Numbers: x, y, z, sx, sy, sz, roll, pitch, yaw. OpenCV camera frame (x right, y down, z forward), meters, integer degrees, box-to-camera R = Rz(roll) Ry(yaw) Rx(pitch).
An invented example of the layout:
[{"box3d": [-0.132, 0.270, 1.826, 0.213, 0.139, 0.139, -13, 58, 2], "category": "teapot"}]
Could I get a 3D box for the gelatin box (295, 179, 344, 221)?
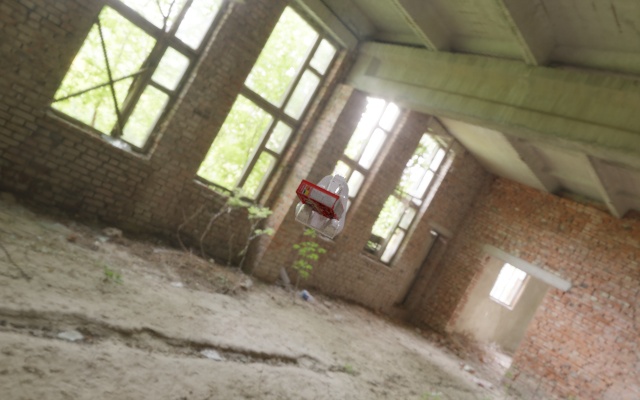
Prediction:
[{"box3d": [0.000, 0.002, 0.836, 0.073, 0.030, 0.089, 26, -12, 14], "category": "gelatin box"}]
